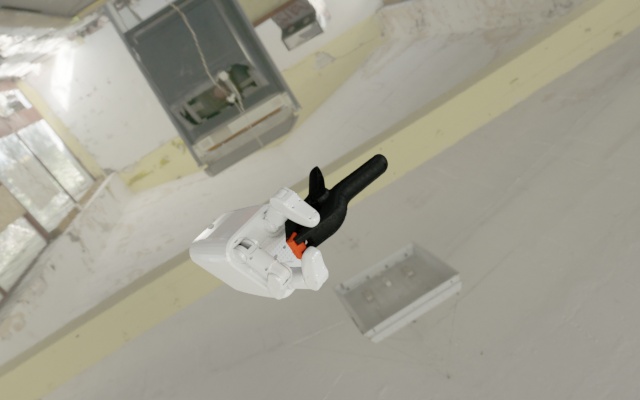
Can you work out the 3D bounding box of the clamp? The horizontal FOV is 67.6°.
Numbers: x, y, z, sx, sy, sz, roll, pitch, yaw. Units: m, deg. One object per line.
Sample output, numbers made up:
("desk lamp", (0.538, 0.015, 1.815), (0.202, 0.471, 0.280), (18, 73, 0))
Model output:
("clamp", (0.000, 0.003, 0.597), (0.120, 0.039, 0.171), (-8, 32, 49))
